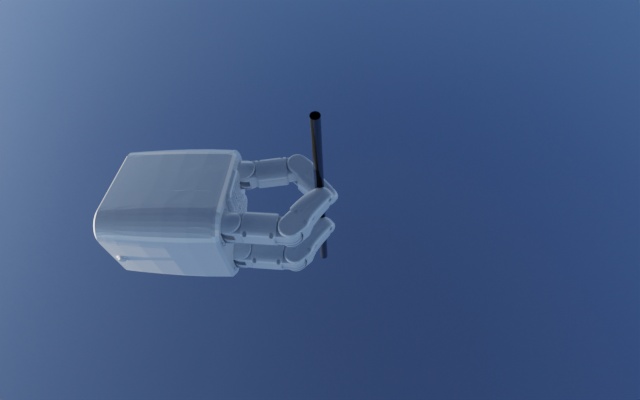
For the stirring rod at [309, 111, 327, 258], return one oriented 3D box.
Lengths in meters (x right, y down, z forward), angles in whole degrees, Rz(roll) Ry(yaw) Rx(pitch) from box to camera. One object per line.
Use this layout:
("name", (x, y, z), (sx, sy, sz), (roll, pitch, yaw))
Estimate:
("stirring rod", (0.000, 0.001, 0.436), (0.011, 0.011, 0.240), (0, -30, 2))
